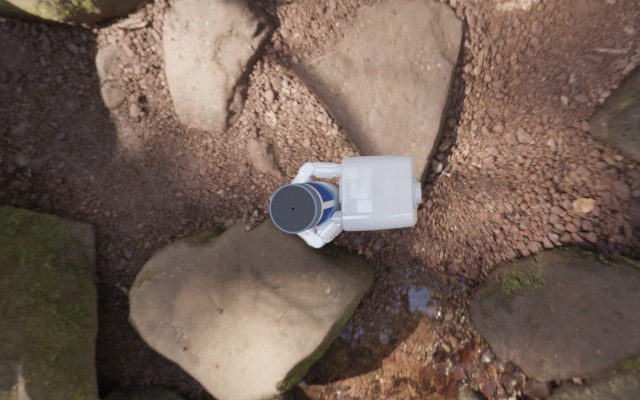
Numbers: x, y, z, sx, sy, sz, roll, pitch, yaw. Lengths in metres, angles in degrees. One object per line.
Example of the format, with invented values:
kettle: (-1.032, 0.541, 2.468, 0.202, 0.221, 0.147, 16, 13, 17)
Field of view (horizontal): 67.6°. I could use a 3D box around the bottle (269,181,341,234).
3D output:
bottle: (0.000, 0.003, 0.769, 0.069, 0.069, 0.295, 0, 3, 14)
